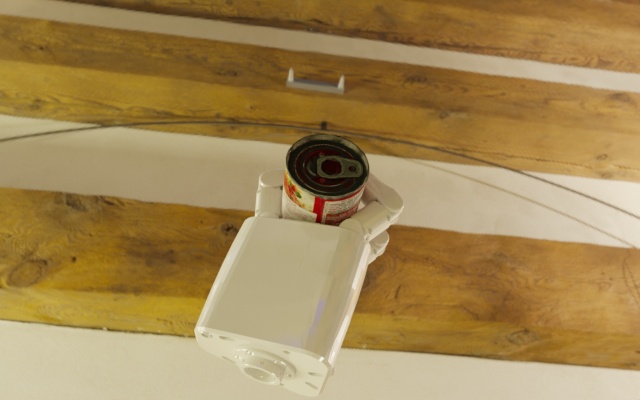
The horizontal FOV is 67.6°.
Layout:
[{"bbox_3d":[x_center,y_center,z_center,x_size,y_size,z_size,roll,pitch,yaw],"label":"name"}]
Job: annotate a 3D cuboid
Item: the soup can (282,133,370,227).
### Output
[{"bbox_3d":[0.000,0.001,0.420,0.068,0.068,0.102,0,-38,-8],"label":"soup can"}]
